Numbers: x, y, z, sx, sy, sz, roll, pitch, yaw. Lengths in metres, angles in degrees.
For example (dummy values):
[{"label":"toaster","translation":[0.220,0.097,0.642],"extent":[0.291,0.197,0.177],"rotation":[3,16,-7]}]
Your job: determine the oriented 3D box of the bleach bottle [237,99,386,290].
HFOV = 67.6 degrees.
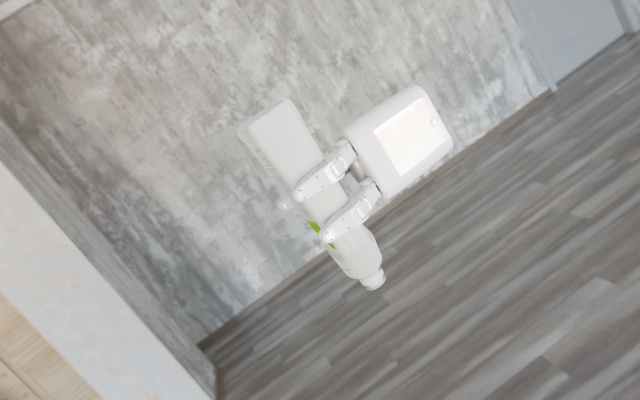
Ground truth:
[{"label":"bleach bottle","translation":[0.000,0.002,0.573],"extent":[0.068,0.251,0.102],"rotation":[-36,16,-8]}]
